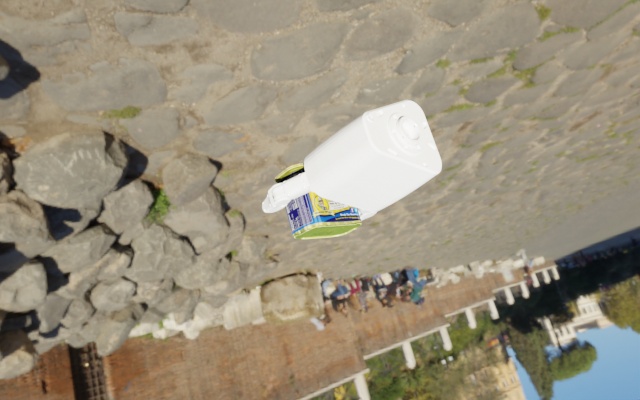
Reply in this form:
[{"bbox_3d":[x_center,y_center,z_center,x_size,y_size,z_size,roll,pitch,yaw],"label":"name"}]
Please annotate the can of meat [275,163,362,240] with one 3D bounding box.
[{"bbox_3d":[0.000,0.002,0.620,0.102,0.084,0.057,-1,-22,-43],"label":"can of meat"}]
